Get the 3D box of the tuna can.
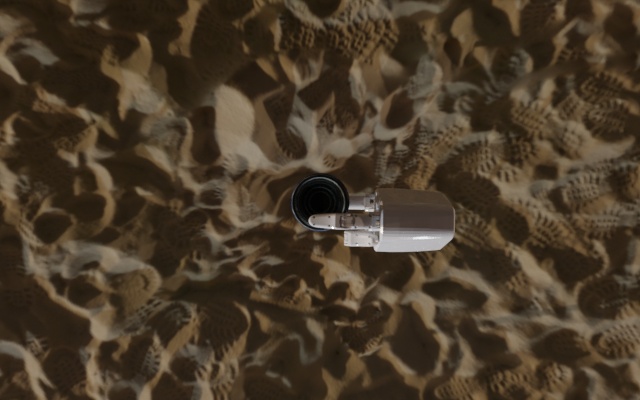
[{"bbox_3d":[0.000,0.002,0.702,0.086,0.086,0.034,0,3,4],"label":"tuna can"}]
